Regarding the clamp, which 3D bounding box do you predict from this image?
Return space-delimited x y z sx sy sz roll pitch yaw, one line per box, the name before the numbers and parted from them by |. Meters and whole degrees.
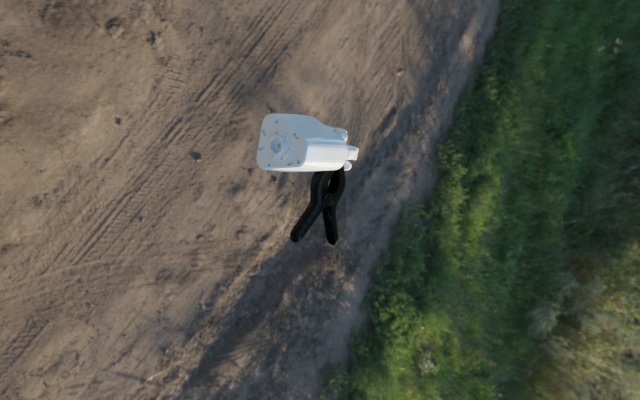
clamp | 0.001 0.003 0.853 0.039 0.171 0.120 13 11 35
